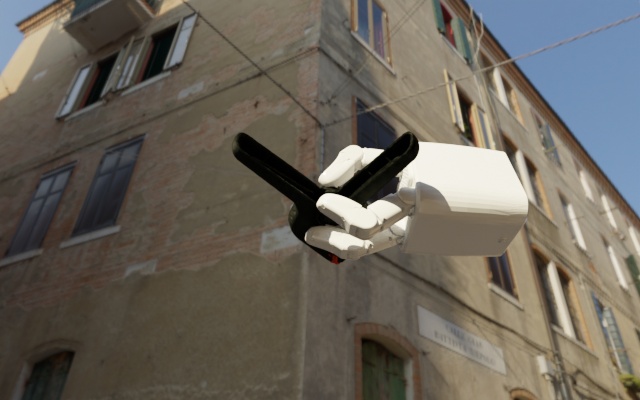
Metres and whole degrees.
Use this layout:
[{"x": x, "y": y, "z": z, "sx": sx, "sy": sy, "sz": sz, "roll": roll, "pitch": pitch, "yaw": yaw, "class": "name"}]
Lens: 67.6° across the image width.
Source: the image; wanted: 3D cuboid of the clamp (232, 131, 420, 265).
[{"x": 0.000, "y": 0.001, "z": 0.489, "sx": 0.164, "sy": 0.036, "sz": 0.210, "roll": 6, "pitch": -36, "yaw": 1, "class": "clamp"}]
